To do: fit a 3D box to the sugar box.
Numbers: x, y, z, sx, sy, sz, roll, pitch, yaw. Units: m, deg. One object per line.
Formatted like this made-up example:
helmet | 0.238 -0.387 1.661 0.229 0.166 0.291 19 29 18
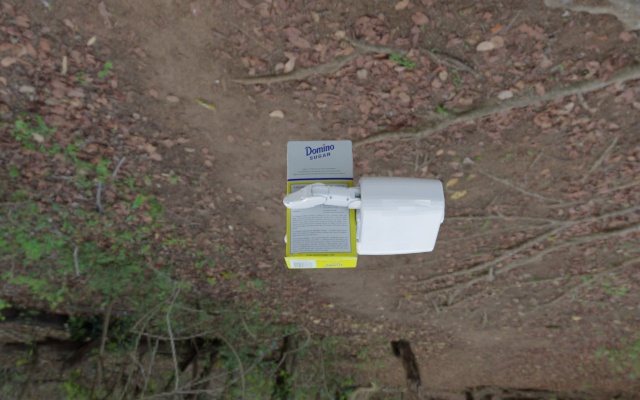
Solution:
sugar box | 0.000 0.002 0.654 0.093 0.176 0.048 0 -28 1
